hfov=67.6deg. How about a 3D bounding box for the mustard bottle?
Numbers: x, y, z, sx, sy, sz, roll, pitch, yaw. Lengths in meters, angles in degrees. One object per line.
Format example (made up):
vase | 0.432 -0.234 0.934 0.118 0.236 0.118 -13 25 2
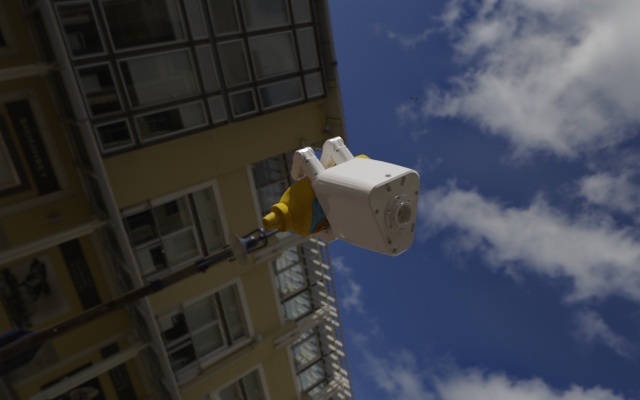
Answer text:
mustard bottle | 0.000 0.002 0.705 0.191 0.096 0.058 -23 48 -32
